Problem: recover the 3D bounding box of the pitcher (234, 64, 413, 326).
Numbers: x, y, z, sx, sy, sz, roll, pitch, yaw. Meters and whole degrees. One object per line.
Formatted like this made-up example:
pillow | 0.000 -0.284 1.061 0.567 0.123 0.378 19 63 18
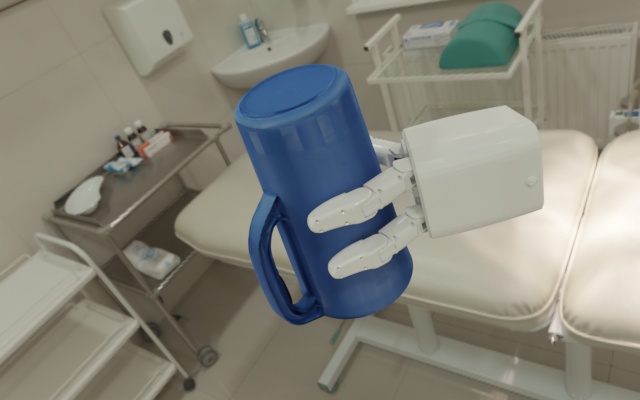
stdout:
pitcher | 0.000 0.001 0.478 0.145 0.243 0.149 -13 35 11
